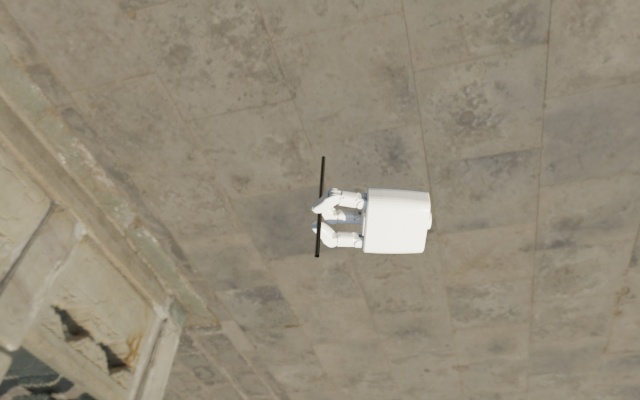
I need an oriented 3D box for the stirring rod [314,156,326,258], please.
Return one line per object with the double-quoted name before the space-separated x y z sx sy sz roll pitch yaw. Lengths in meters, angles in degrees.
"stirring rod" 0.000 0.003 0.846 0.011 0.239 0.011 2 -44 2
